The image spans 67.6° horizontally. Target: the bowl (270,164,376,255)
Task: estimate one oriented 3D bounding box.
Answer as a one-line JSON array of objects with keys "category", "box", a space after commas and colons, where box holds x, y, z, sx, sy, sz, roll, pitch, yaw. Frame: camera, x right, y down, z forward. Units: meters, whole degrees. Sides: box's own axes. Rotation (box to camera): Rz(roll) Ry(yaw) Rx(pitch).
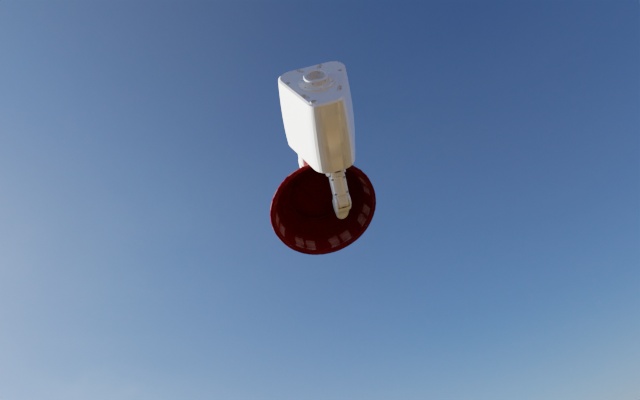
[{"category": "bowl", "box": [0.000, 0.003, 0.731, 0.162, 0.162, 0.055, 0, 28, -15]}]
